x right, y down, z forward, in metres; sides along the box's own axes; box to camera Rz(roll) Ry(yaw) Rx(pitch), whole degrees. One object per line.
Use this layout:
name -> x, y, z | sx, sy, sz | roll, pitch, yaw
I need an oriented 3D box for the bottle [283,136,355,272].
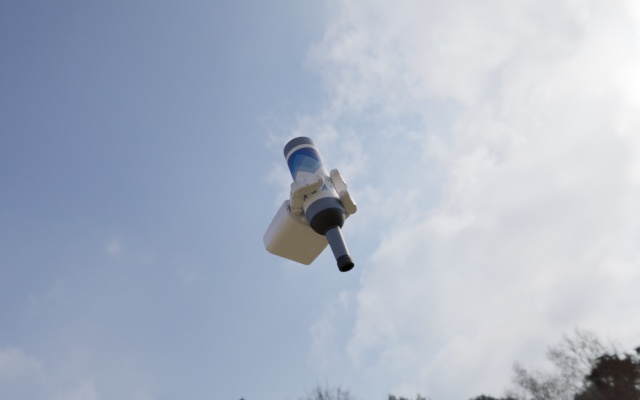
bottle -> 0.000, 0.003, 0.869 | 0.069, 0.295, 0.069 | -13, -39, -11
